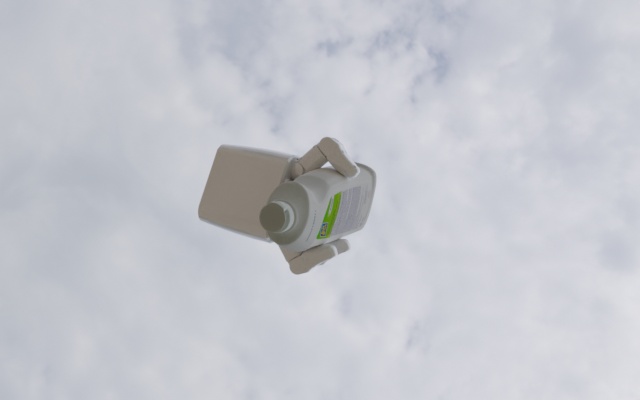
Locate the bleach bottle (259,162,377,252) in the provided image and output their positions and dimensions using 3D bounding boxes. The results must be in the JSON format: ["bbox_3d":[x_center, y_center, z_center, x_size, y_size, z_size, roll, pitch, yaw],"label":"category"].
[{"bbox_3d":[0.000,0.002,0.571,0.068,0.102,0.251,14,8,20],"label":"bleach bottle"}]
